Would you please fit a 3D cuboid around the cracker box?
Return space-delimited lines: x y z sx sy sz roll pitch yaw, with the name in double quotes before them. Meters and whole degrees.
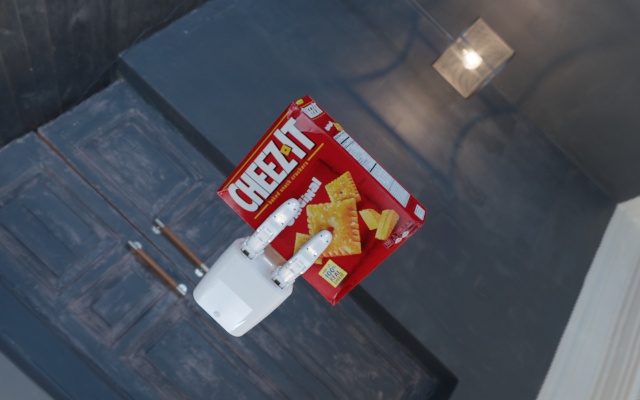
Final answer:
"cracker box" 0.000 0.002 0.606 0.164 0.213 0.072 -46 2 23
